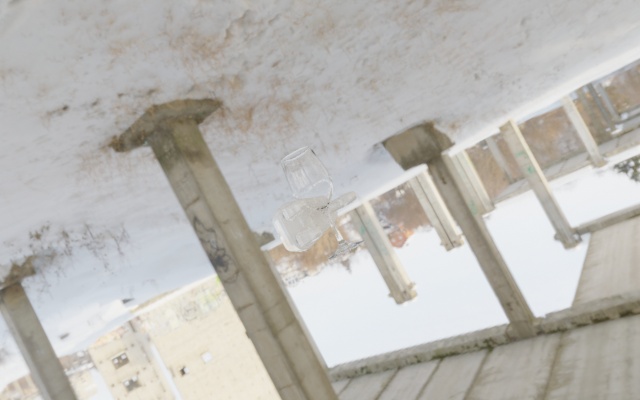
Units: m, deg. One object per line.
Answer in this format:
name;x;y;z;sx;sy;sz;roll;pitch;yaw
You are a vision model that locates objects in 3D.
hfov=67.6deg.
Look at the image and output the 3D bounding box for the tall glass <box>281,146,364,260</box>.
tall glass;0.001;0.003;0.869;0.079;0.201;0.079;-28;-2;-1
